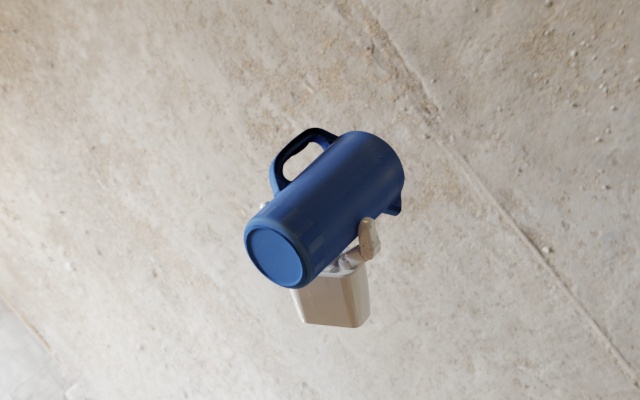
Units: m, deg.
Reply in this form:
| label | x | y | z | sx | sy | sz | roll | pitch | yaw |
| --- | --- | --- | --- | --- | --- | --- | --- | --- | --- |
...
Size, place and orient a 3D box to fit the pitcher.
| label | x | y | z | sx | sy | sz | roll | pitch | yaw |
| --- | --- | --- | --- | --- | --- | --- | --- | --- | --- |
| pitcher | 0.000 | 0.002 | 0.664 | 0.149 | 0.145 | 0.242 | 11 | 36 | 33 |
